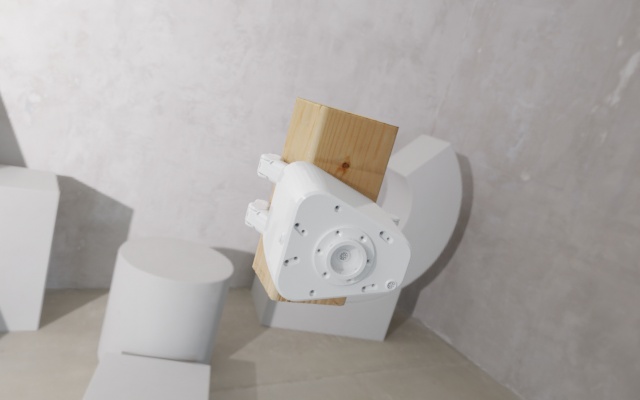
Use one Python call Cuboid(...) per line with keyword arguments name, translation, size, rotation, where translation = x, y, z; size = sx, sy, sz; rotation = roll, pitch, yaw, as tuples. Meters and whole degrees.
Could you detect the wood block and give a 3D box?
Cuboid(name="wood block", translation=(0.001, 0.002, 0.530), size=(0.091, 0.206, 0.090), rotation=(11, 13, -25))
